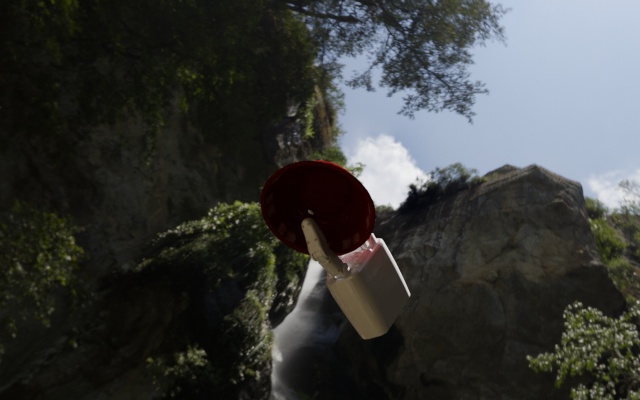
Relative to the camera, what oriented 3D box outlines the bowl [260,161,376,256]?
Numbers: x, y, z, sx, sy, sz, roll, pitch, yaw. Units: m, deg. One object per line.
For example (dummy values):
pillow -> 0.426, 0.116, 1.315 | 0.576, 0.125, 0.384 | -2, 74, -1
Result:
bowl -> 0.000, 0.001, 0.672 | 0.162, 0.162, 0.055 | 0, 35, 14
